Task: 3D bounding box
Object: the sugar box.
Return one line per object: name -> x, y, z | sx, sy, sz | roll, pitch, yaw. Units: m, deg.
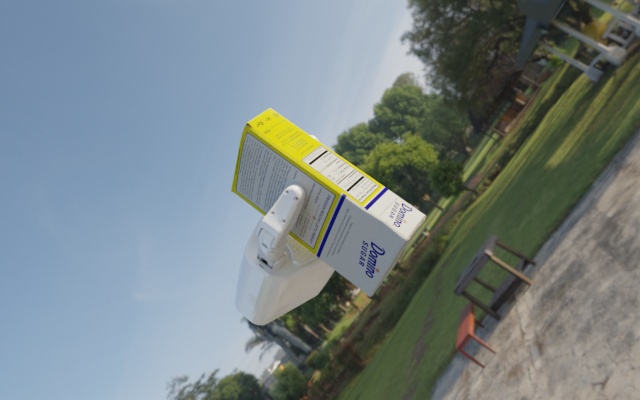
sugar box -> 0.000, 0.001, 0.442 | 0.176, 0.093, 0.048 | 35, 48, 12
